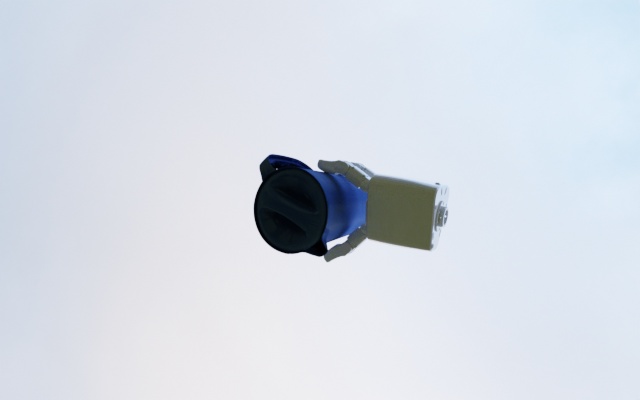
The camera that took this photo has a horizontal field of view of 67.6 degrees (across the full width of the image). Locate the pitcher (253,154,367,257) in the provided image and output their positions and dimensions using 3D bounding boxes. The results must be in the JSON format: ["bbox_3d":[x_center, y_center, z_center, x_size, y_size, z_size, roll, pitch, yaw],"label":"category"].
[{"bbox_3d":[0.000,0.003,0.822,0.145,0.149,0.243,8,5,27],"label":"pitcher"}]
